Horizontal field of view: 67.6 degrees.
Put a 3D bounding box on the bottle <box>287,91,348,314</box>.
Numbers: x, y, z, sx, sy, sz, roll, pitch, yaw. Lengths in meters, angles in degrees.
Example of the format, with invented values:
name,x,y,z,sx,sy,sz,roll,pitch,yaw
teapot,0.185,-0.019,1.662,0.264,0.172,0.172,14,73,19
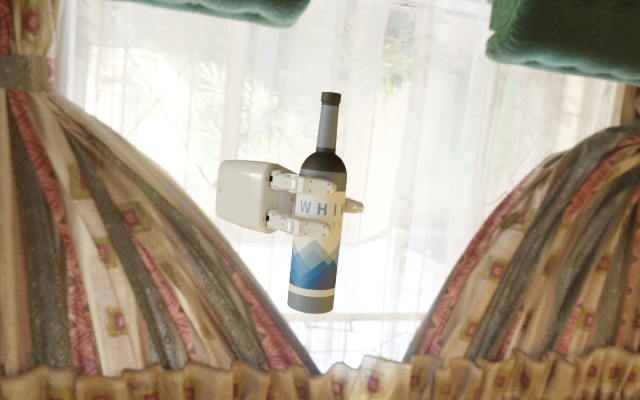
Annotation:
name,x,y,z,sx,sy,sz,roll,pitch,yaw
bottle,0.000,0.002,0.652,0.069,0.296,0.069,6,6,-1
